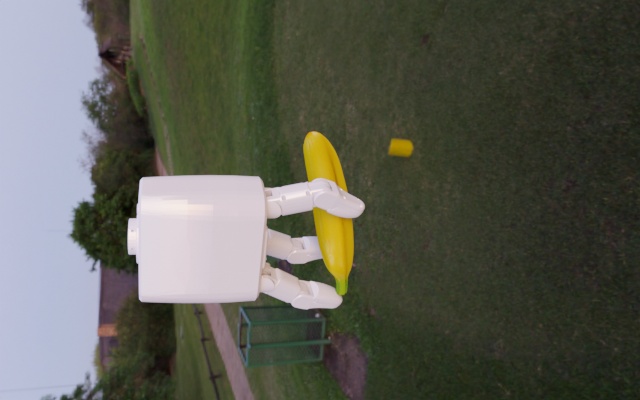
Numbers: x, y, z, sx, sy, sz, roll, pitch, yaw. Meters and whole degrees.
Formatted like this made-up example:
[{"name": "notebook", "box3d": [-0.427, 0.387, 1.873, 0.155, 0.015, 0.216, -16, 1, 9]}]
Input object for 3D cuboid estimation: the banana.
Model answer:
[{"name": "banana", "box3d": [0.005, -0.003, 0.509, 0.037, 0.197, 0.070, -1, -25, -16]}]
